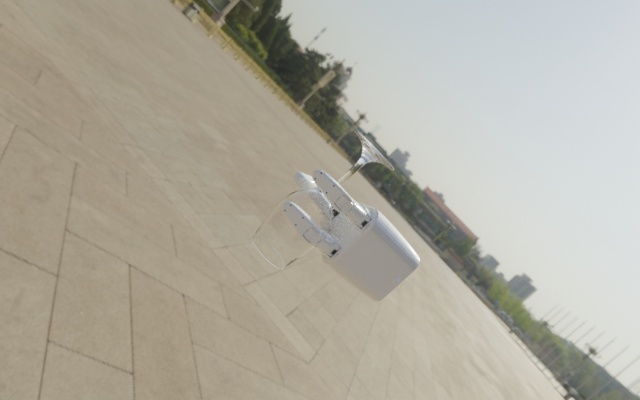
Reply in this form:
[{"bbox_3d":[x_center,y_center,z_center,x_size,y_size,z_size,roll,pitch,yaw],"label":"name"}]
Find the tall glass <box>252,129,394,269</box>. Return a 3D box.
[{"bbox_3d":[0.000,0.001,0.636,0.201,0.079,0.079,-44,-6,6],"label":"tall glass"}]
